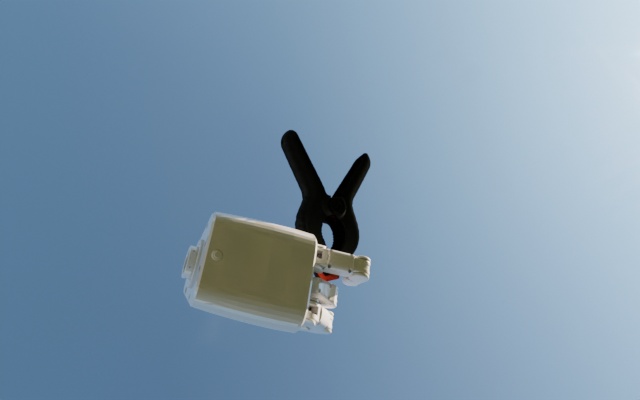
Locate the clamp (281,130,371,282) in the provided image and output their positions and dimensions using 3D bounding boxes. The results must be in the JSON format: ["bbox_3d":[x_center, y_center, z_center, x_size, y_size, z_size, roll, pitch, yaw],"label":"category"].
[{"bbox_3d":[0.000,0.002,0.536,0.120,0.171,0.039,19,-30,-21],"label":"clamp"}]
